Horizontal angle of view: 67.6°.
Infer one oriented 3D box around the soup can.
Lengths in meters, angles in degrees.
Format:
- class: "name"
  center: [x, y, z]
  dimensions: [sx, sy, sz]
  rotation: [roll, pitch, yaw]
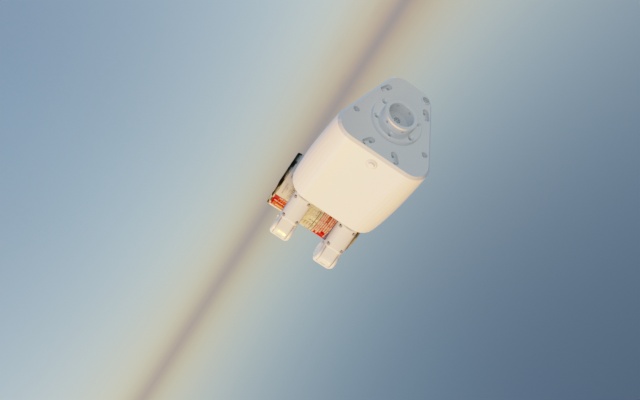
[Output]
- class: "soup can"
  center: [0.000, 0.002, 0.532]
  dimensions: [0.102, 0.068, 0.068]
  rotation: [33, -3, -5]
